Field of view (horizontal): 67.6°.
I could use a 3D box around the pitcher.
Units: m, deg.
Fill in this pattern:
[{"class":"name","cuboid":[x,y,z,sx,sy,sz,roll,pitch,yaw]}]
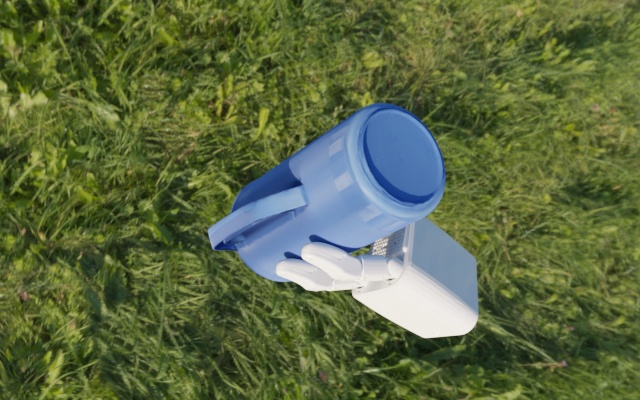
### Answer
[{"class":"pitcher","cuboid":[0.000,0.002,0.492,0.145,0.149,0.243,36,-33,-16]}]
